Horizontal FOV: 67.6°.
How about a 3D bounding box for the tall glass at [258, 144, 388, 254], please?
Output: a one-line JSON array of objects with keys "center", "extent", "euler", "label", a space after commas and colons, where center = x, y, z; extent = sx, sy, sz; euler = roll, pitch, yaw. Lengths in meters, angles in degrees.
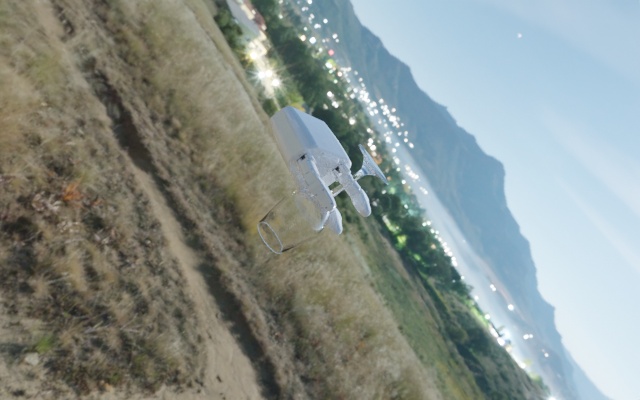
[{"center": [0.001, 0.002, 0.730], "extent": [0.201, 0.079, 0.079], "euler": [-35, -8, 12], "label": "tall glass"}]
